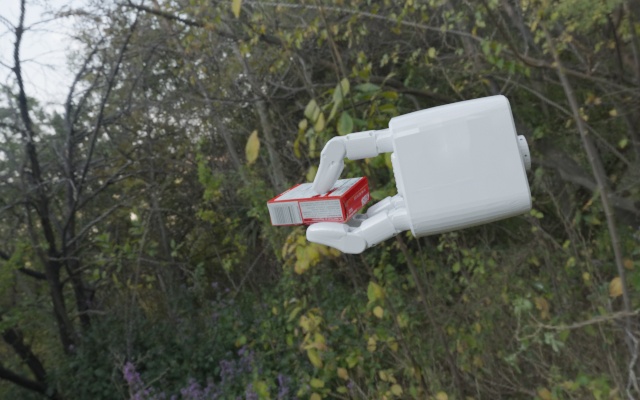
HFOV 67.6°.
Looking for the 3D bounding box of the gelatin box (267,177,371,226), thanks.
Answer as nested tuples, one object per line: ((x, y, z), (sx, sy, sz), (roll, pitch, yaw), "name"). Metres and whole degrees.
((0.000, 0.001, 0.508), (0.089, 0.030, 0.073), (-4, 15, 26), "gelatin box")
